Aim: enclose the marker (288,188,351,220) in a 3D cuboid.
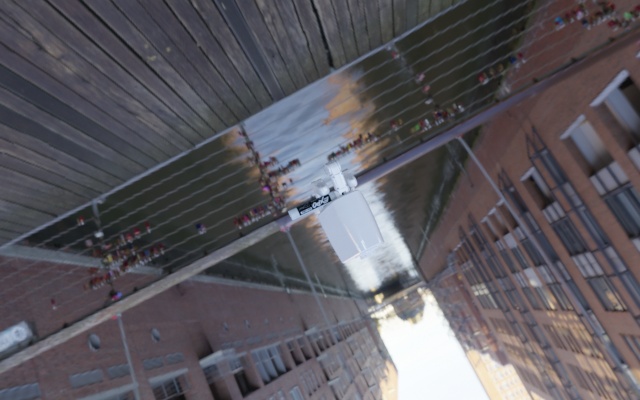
[{"bbox_3d":[0.000,0.003,0.868,0.121,0.020,0.020,-24,4,-9],"label":"marker"}]
